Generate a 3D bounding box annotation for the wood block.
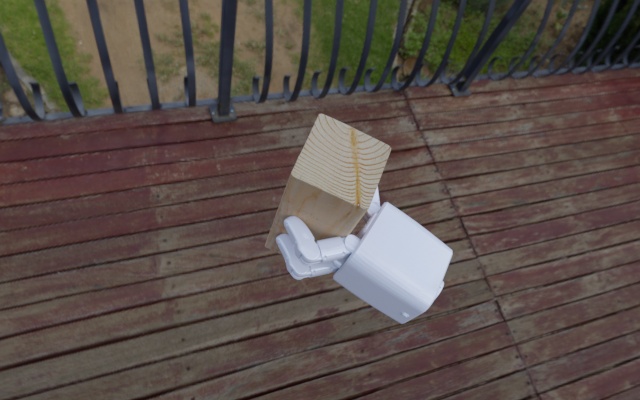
[{"bbox_3d":[0.001,0.002,0.590,0.090,0.090,0.206,25,-30,-2],"label":"wood block"}]
